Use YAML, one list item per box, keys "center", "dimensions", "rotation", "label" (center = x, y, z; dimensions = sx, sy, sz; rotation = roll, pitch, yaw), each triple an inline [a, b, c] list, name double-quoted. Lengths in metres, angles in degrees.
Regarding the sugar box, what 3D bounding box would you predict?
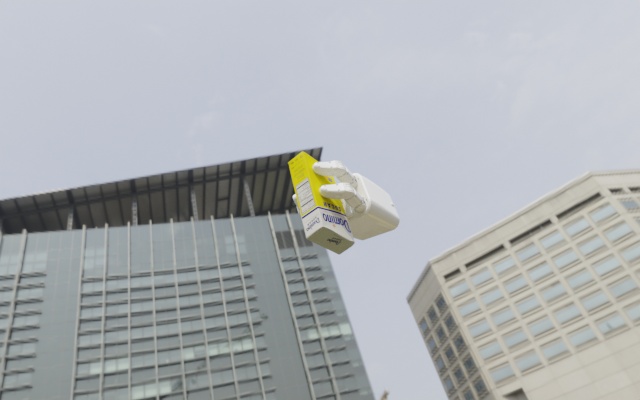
- center: [0.001, 0.002, 0.851]
  dimensions: [0.048, 0.176, 0.093]
  rotation: [-38, -42, 22]
  label: "sugar box"
